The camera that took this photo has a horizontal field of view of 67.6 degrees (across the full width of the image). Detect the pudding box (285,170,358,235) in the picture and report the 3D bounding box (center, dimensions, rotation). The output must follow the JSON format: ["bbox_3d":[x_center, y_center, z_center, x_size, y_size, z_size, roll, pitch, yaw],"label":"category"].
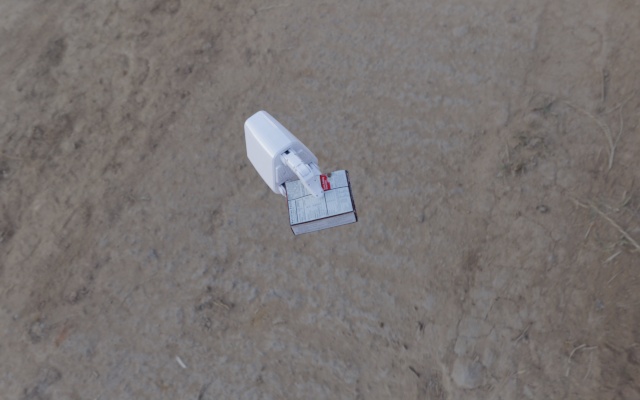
[{"bbox_3d":[0.000,0.002,0.804,0.113,0.090,0.039,-13,-32,7],"label":"pudding box"}]
